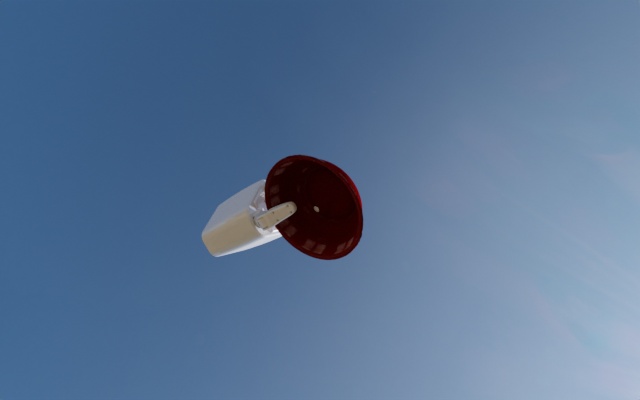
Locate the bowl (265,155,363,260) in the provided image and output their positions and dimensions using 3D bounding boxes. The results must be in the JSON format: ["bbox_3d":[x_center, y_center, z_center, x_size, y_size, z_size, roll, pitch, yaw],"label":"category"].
[{"bbox_3d":[0.001,0.002,0.681,0.162,0.162,0.055,0,25,35],"label":"bowl"}]
